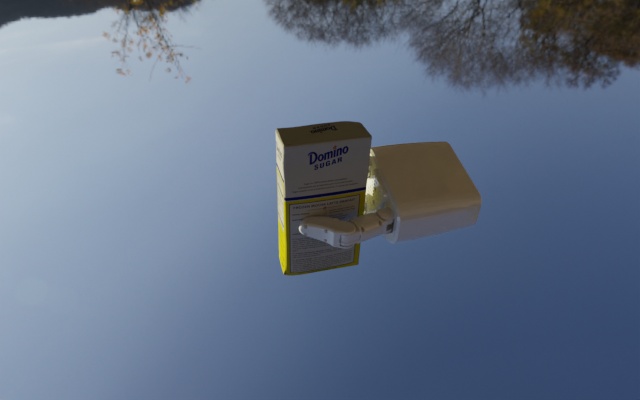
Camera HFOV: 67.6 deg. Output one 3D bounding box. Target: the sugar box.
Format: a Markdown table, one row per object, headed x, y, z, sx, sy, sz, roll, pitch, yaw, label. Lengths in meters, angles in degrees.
| x | y | z | sx | sy | sz | roll | pitch | yaw | label |
| --- | --- | --- | --- | --- | --- | --- | --- | --- | --- |
| 0.000 | 0.001 | 0.527 | 0.093 | 0.176 | 0.048 | -8 | 35 | -14 | sugar box |
